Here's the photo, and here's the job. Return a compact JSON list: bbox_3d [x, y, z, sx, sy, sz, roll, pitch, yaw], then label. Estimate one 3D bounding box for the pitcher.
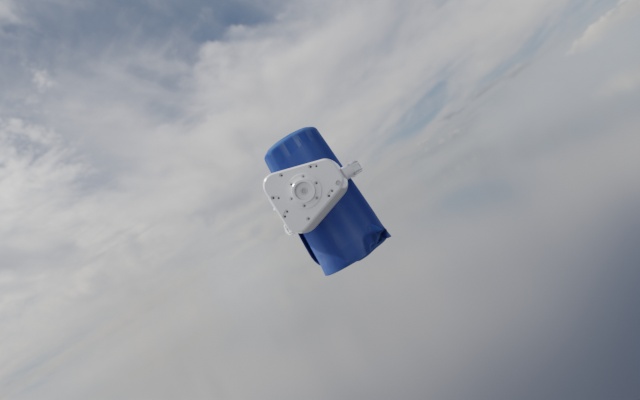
[{"bbox_3d":[0.000,0.003,0.839,0.149,0.243,0.145,-32,-3,5],"label":"pitcher"}]
